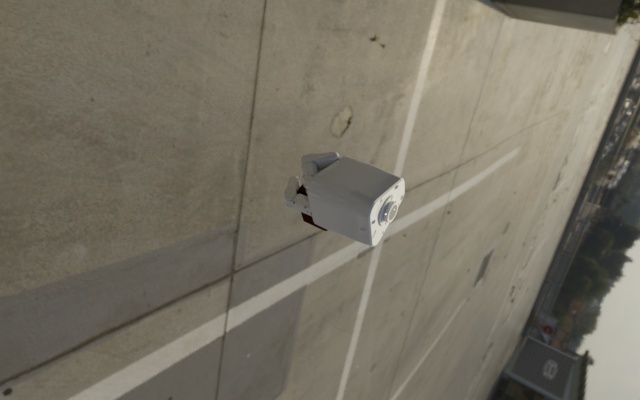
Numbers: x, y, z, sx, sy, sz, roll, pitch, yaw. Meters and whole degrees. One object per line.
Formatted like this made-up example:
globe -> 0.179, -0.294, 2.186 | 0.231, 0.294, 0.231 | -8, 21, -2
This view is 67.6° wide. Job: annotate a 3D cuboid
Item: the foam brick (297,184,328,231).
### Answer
foam brick -> 0.000, 0.003, 0.801 | 0.051, 0.078, 0.053 | 23, 55, 28
